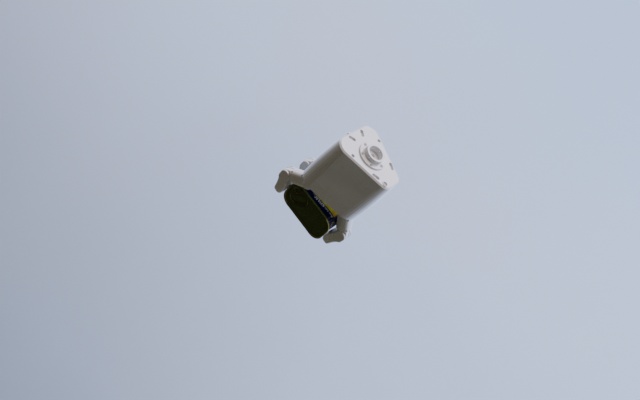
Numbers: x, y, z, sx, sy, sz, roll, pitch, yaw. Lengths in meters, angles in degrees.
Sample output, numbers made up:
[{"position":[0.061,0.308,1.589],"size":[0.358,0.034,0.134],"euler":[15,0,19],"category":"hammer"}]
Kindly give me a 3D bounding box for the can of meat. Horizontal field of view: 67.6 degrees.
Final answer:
[{"position":[0.000,0.003,0.836],"size":[0.084,0.102,0.057],"euler":[-32,-8,-43],"category":"can of meat"}]
